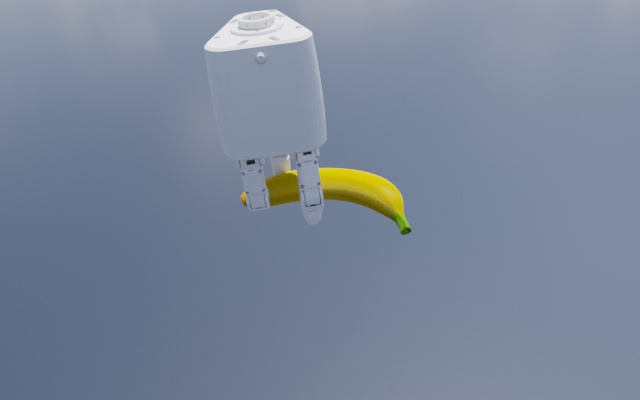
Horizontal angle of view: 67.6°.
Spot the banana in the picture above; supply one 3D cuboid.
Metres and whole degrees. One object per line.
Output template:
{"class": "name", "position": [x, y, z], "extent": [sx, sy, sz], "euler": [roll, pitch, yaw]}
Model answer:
{"class": "banana", "position": [0.009, -0.009, 0.544], "extent": [0.198, 0.037, 0.069], "euler": [8, 41, 16]}
